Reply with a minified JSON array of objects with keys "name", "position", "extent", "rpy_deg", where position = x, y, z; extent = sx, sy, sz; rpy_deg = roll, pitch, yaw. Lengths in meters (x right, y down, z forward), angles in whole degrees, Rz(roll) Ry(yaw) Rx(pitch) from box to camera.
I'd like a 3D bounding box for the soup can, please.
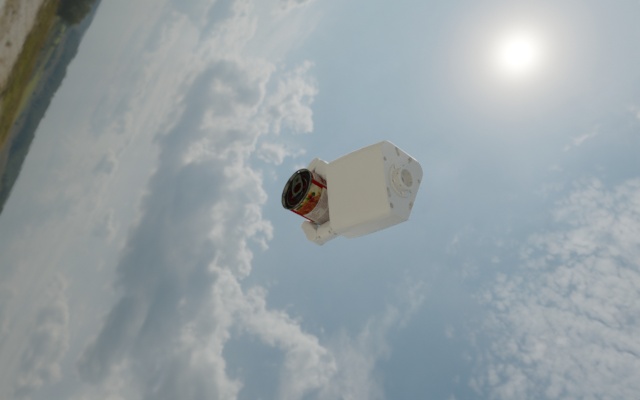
[{"name":"soup can","position":[0.000,0.003,0.738],"extent":[0.102,0.068,0.068],"rpy_deg":[28,-16,-33]}]
